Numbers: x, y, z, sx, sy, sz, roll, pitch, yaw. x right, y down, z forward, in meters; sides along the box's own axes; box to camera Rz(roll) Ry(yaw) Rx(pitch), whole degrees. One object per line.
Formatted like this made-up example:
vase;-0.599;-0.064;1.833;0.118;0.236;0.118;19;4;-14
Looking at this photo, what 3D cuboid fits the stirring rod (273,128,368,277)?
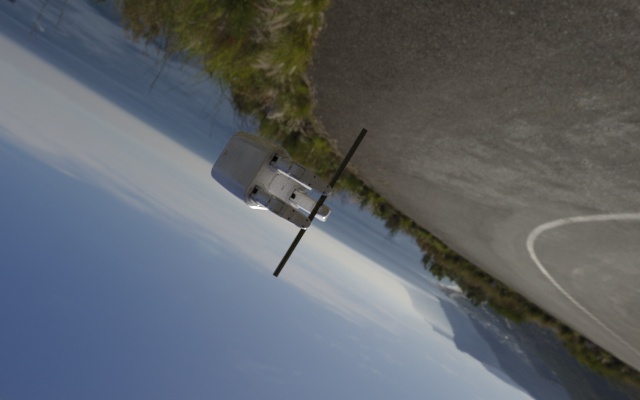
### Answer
stirring rod;0.000;0.002;0.667;0.011;0.239;0.011;32;-3;2
